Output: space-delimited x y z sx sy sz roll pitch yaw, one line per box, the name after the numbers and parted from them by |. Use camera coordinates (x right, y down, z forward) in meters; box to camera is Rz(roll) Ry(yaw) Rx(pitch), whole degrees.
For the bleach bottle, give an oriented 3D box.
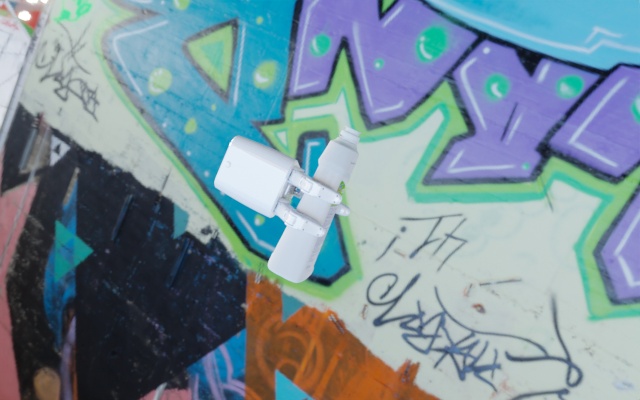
0.000 0.003 0.760 0.068 0.251 0.102 26 9 8 | bleach bottle
